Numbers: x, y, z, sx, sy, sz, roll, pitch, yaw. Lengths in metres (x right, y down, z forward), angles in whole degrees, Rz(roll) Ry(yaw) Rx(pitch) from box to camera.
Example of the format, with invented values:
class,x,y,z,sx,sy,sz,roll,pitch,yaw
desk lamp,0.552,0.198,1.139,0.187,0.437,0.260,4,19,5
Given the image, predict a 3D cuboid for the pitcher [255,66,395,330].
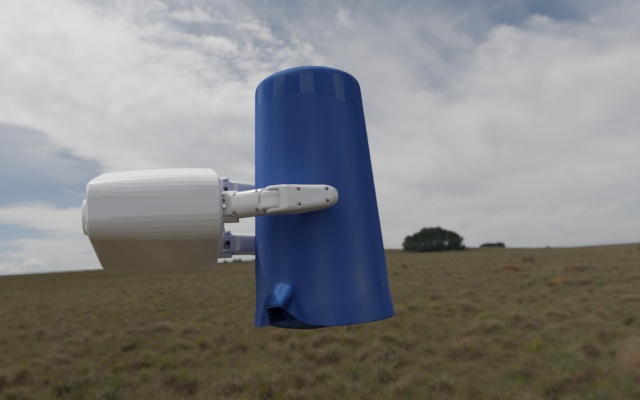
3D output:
class,x,y,z,sx,sy,sz,roll,pitch,yaw
pitcher,0.000,0.002,0.480,0.145,0.243,0.149,-2,-8,-15
